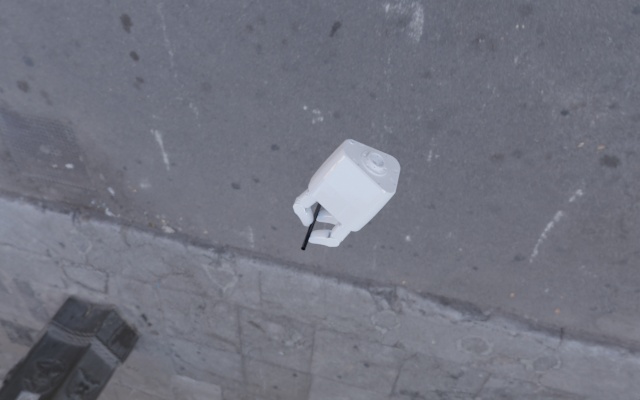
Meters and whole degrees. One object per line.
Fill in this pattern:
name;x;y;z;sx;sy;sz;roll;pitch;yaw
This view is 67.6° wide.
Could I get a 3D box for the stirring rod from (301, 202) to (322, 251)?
stirring rod;0.000;0.003;0.893;0.011;0.011;0.239;0;41;19
